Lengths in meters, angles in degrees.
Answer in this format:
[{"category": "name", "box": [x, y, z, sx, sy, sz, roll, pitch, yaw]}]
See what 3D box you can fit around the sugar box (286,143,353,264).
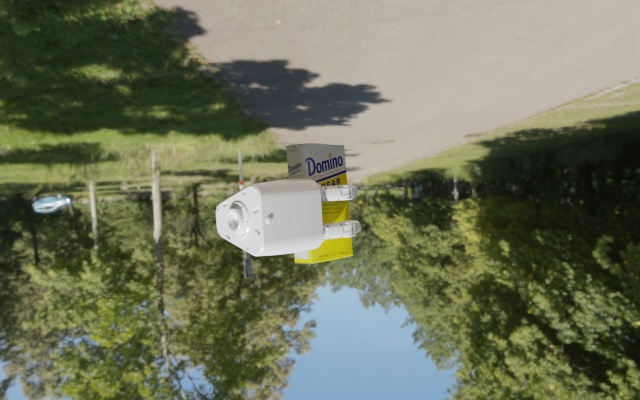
[{"category": "sugar box", "box": [0.000, 0.002, 0.730, 0.093, 0.176, 0.048, -5, 2, -45]}]
